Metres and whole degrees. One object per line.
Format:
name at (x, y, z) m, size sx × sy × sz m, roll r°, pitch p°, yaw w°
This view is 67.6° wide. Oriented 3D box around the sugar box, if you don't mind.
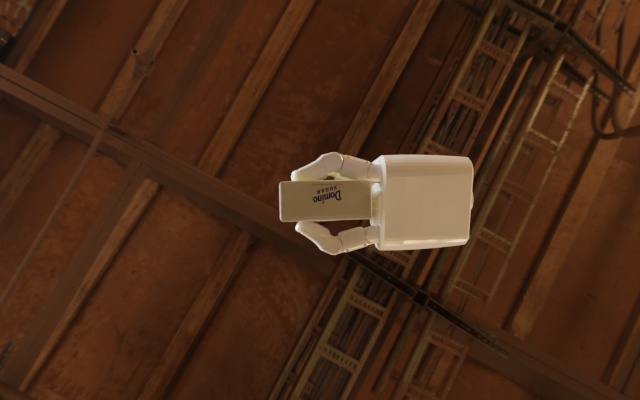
sugar box at (0.000, 0.001, 0.552) m, size 0.093 × 0.048 × 0.176 m, roll -2°, pitch -4°, yaw -4°
